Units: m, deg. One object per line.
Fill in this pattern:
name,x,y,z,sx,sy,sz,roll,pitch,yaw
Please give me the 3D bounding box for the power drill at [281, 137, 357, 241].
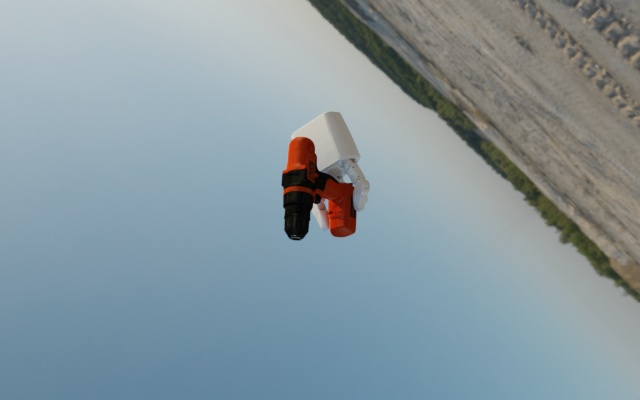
power drill,0.000,0.003,0.846,0.057,0.184,0.188,-9,-26,29
